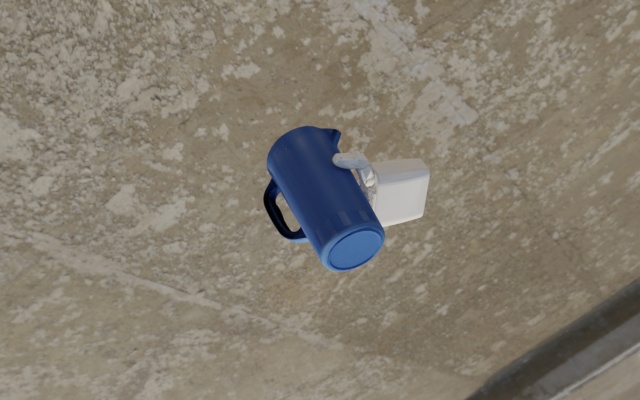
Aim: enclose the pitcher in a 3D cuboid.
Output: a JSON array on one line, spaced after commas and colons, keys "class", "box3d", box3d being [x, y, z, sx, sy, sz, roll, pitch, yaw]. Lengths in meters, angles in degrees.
[{"class": "pitcher", "box3d": [0.000, 0.003, 0.797, 0.145, 0.149, 0.242, -10, 46, -21]}]
